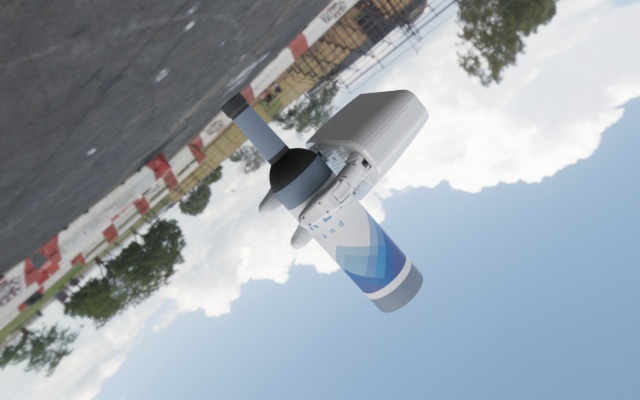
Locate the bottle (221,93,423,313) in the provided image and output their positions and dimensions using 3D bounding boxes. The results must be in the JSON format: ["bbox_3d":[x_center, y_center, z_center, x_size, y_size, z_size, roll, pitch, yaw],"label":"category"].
[{"bbox_3d":[0.000,0.002,0.536,0.069,0.296,0.069,-39,13,11],"label":"bottle"}]
